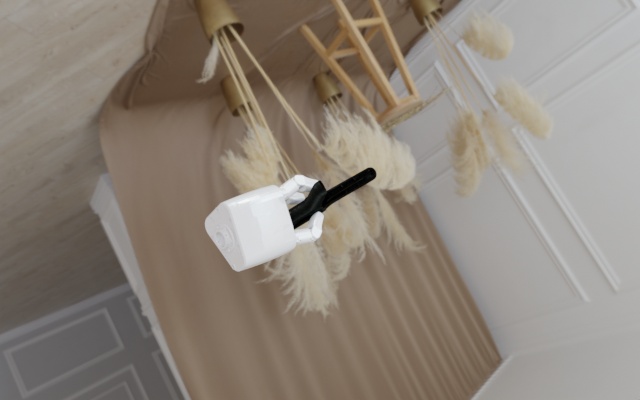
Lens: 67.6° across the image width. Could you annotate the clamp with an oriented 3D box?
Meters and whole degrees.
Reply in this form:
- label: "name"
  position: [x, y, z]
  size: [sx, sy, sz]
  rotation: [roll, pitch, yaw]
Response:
- label: "clamp"
  position: [0.000, 0.004, 0.884]
  size: [0.164, 0.036, 0.210]
  rotation: [-18, -14, -42]
